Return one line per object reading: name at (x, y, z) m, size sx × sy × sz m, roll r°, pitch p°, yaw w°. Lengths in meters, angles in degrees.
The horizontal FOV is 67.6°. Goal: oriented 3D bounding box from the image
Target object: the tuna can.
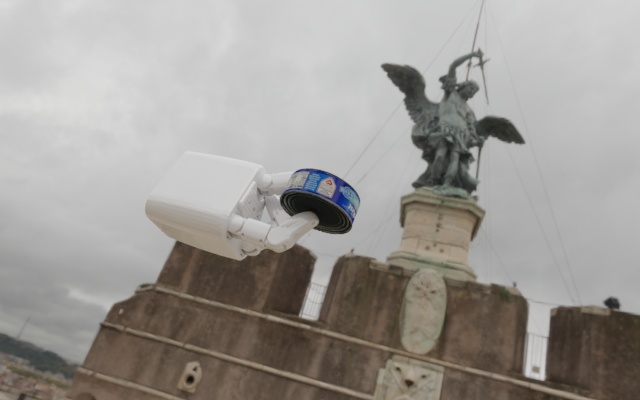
tuna can at (0.000, 0.001, 0.530) m, size 0.086 × 0.033 × 0.086 m, roll 19°, pitch -26°, yaw 10°
